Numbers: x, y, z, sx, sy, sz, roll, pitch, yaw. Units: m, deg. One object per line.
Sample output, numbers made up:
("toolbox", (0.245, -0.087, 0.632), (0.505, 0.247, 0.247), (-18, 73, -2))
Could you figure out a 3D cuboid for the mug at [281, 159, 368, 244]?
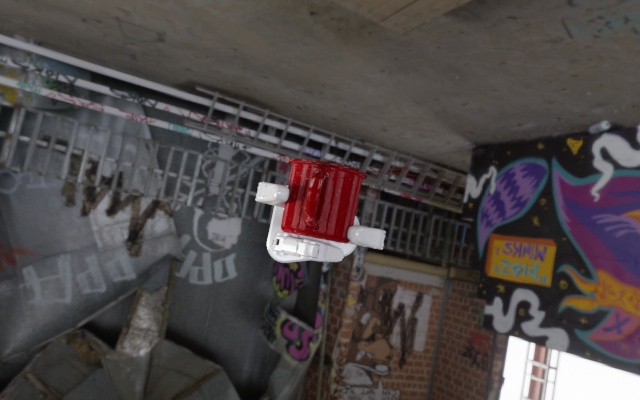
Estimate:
("mug", (0.000, 0.002, 0.533), (0.093, 0.081, 0.117), (10, -5, 5))
